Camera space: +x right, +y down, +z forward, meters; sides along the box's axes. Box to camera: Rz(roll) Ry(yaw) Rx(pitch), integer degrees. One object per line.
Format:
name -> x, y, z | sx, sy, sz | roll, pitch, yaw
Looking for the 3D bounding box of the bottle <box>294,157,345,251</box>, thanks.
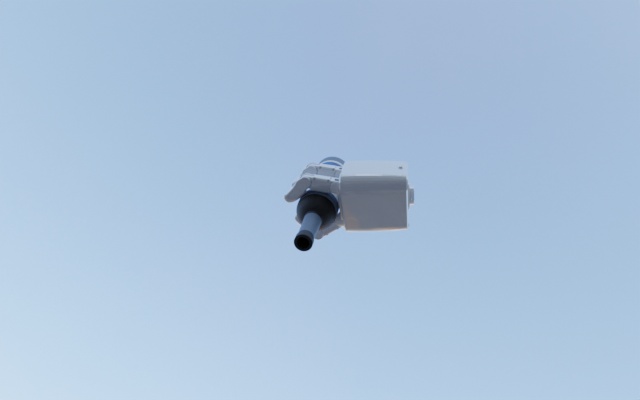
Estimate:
bottle -> 0.000, 0.003, 0.803 | 0.069, 0.069, 0.295 | 0, 23, 10
